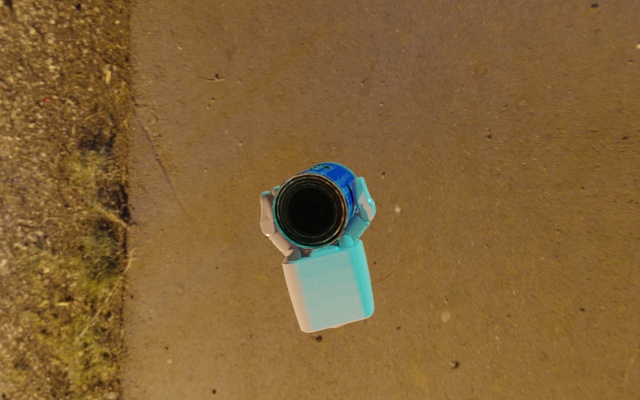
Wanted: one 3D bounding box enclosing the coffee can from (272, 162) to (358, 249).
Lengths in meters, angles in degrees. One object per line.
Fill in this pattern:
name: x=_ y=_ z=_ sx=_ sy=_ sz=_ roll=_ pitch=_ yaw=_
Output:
coffee can: x=0.000 y=0.002 z=0.688 sx=0.103 sy=0.103 sz=0.140 roll=0 pitch=10 yaw=12
